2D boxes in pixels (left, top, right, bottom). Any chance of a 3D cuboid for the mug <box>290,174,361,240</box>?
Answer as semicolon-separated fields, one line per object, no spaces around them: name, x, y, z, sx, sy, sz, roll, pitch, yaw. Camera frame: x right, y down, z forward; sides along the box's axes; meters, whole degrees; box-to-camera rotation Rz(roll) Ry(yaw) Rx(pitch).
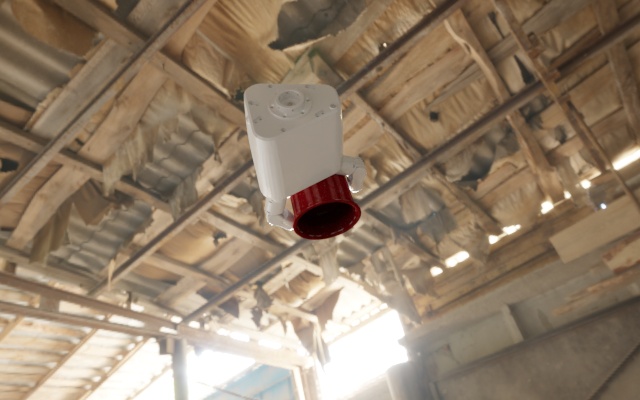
mug;0.000;0.003;0.663;0.093;0.081;0.117;-10;-34;-8
